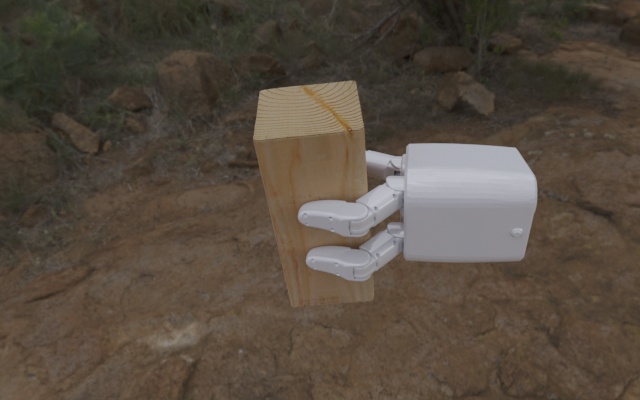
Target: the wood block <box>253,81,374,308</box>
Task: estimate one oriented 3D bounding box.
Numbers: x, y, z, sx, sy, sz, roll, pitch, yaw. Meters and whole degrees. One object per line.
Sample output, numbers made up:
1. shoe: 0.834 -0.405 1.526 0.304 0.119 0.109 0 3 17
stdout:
1. wood block: 0.000 0.001 0.466 0.090 0.206 0.090 -6 39 3
